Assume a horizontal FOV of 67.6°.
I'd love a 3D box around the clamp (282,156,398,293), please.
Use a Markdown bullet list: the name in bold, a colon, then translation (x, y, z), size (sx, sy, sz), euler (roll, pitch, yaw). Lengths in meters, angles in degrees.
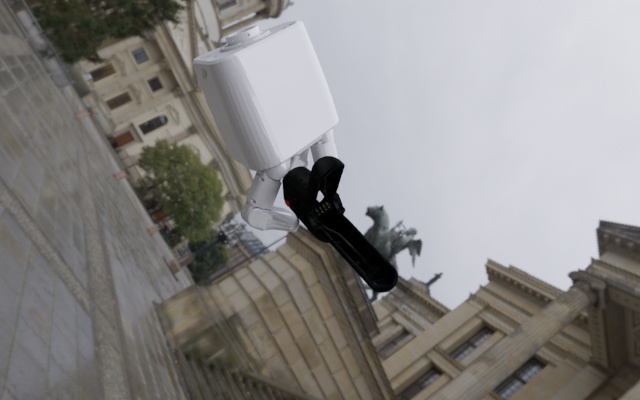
- **clamp**: translation (0.001, 0.001, 0.421), size (0.039, 0.120, 0.171), euler (-28, 27, -18)
